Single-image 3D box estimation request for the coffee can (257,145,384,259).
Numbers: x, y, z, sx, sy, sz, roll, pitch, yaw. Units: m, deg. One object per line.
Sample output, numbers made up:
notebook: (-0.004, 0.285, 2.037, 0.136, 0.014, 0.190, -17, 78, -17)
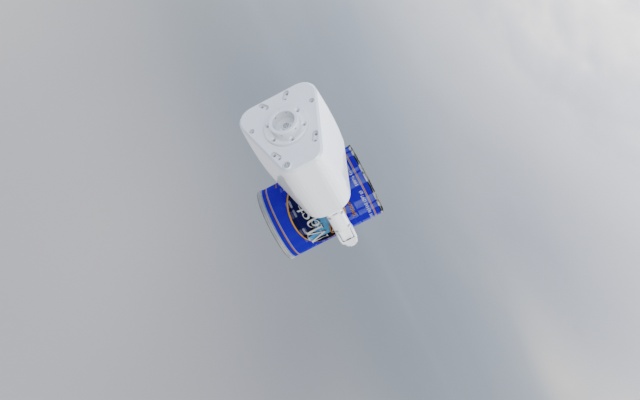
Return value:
coffee can: (0.000, 0.002, 0.646, 0.140, 0.103, 0.103, -27, -2, 4)
